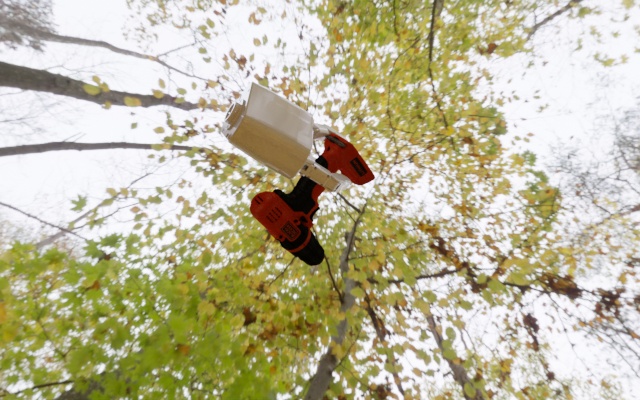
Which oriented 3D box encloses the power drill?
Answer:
[{"bbox_3d":[0.000,0.002,0.761,0.057,0.187,0.184,35,-10,45],"label":"power drill"}]
